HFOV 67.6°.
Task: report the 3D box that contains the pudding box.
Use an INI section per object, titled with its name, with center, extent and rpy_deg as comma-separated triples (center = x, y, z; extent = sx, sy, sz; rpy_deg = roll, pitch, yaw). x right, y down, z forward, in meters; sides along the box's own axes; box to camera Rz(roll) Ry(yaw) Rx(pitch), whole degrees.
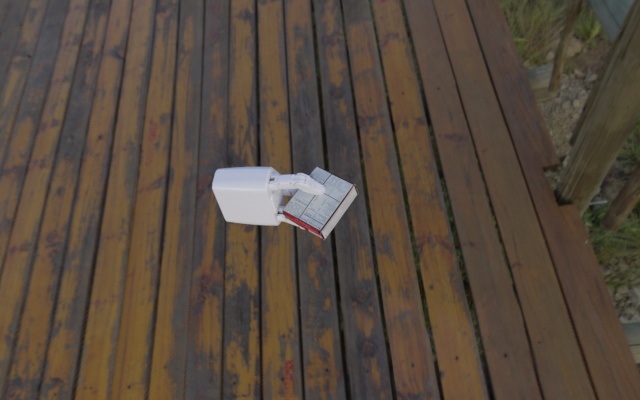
[pudding box]
center = 0.000, 0.003, 0.861
extent = 0.090, 0.113, 0.039
rpy_deg = 28, -18, 26
